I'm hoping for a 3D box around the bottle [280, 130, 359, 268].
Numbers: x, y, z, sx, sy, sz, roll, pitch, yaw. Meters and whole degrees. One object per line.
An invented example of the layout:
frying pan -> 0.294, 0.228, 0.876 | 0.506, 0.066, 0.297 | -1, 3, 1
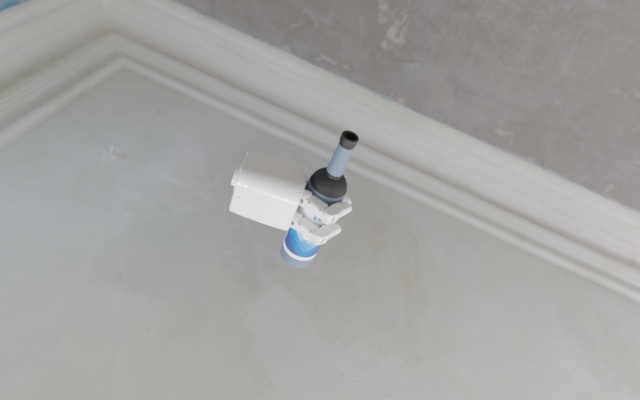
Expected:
bottle -> 0.000, 0.003, 0.821 | 0.069, 0.069, 0.296 | 0, -43, -25
